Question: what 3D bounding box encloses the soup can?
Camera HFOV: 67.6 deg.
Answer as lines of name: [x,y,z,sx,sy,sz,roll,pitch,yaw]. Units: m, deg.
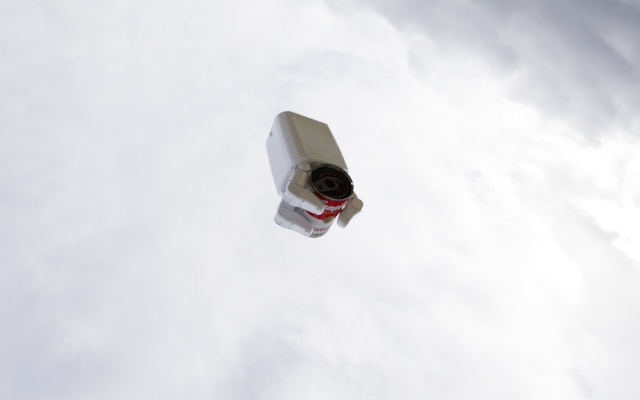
soup can: [0.000,0.003,0.722,0.068,0.068,0.102,0,-37,-25]
